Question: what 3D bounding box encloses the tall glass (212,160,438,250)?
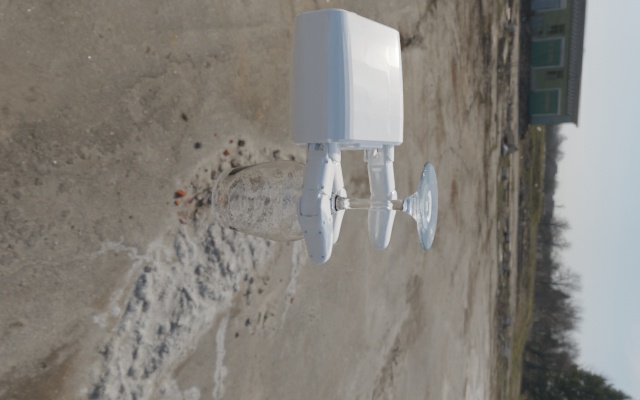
[{"bbox_3d":[0.001,0.002,0.440,0.201,0.079,0.079,2,1,24],"label":"tall glass"}]
